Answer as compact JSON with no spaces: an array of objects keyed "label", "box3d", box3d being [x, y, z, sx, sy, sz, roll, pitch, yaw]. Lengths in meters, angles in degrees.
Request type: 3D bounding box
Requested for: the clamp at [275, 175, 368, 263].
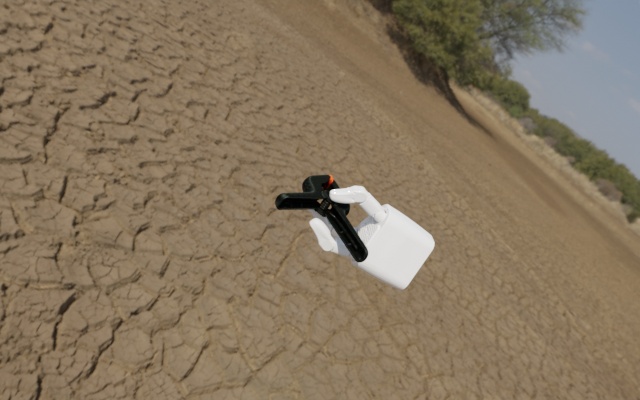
[{"label":"clamp","box3d":[0.001,0.002,0.786,0.164,0.036,0.210,33,22,-18]}]
